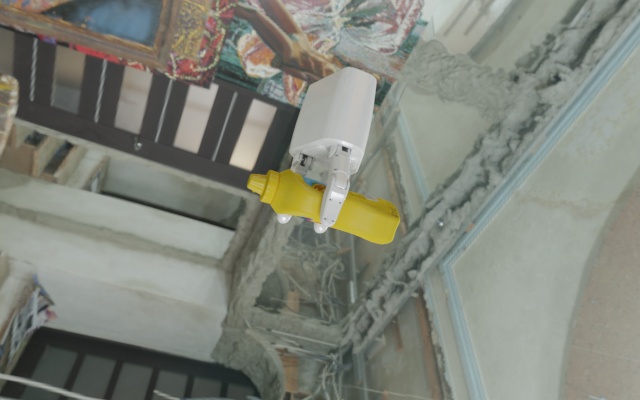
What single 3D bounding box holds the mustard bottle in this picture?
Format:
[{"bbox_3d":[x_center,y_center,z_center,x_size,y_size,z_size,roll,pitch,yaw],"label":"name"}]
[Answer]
[{"bbox_3d":[0.000,0.002,0.615,0.191,0.058,0.096,18,9,-15],"label":"mustard bottle"}]
